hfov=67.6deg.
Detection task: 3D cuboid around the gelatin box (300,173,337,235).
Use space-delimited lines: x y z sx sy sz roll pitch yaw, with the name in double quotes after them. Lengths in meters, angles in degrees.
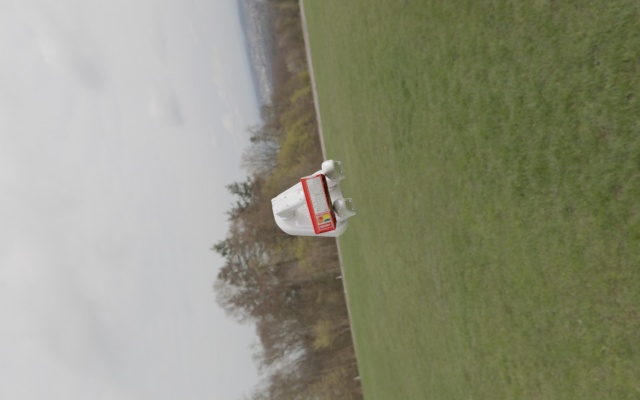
0.000 0.002 0.630 0.030 0.073 0.089 -14 2 4 "gelatin box"
